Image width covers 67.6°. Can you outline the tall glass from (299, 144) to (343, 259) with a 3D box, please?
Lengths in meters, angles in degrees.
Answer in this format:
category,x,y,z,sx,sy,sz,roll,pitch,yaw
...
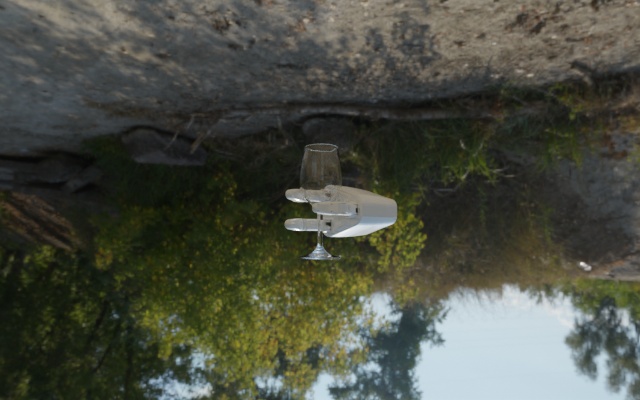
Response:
category,x,y,z,sx,sy,sz,roll,pitch,yaw
tall glass,0.000,0.003,0.855,0.079,0.201,0.079,0,-4,0
